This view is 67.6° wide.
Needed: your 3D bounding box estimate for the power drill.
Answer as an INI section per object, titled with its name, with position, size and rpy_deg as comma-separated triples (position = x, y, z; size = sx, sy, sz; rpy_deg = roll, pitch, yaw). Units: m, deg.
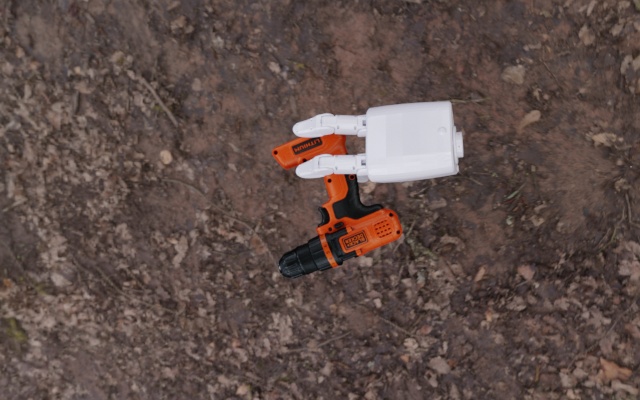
[power drill]
position = 0.000, 0.002, 0.678
size = 0.184, 0.187, 0.057
rpy_deg = -23, 0, 5
